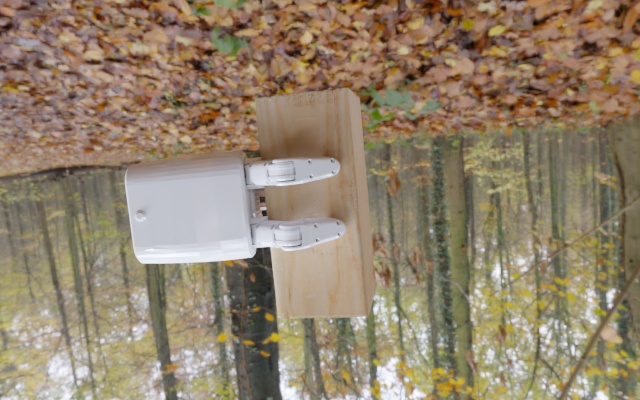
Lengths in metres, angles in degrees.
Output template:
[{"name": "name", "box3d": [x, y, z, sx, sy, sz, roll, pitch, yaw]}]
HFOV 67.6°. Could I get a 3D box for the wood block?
[{"name": "wood block", "box3d": [0.000, 0.002, 0.475, 0.090, 0.206, 0.091, -4, 6, 11]}]
